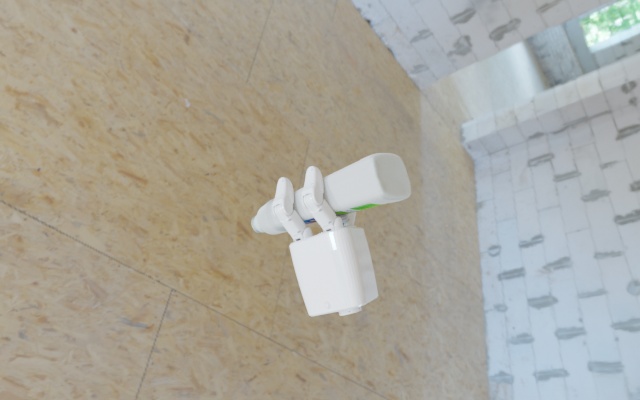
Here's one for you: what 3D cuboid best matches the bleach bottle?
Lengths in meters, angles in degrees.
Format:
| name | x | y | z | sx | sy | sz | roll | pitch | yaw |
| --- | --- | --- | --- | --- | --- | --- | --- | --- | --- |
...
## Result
| name | x | y | z | sx | sy | sz | roll | pitch | yaw |
| --- | --- | --- | --- | --- | --- | --- | --- | --- | --- |
| bleach bottle | 0.000 | 0.002 | 0.709 | 0.251 | 0.068 | 0.102 | -20 | -9 | 35 |
